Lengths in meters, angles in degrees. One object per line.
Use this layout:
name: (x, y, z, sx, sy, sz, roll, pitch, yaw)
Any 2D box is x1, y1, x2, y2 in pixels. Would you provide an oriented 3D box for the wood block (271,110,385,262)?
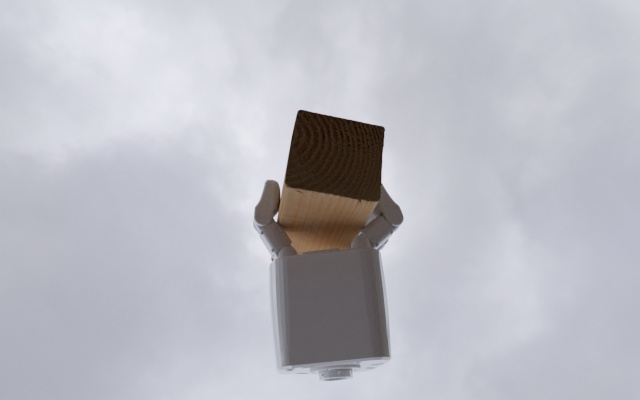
wood block: (0.000, 0.002, 0.539, 0.091, 0.090, 0.206, 10, -28, -5)
